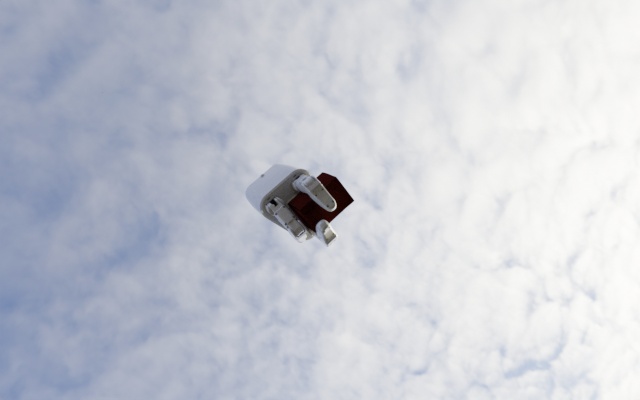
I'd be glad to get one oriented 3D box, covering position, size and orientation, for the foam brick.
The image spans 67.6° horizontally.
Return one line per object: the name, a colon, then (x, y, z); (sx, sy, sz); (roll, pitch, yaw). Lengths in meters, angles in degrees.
foam brick: (0.000, 0.002, 0.732); (0.078, 0.053, 0.051); (-42, 25, -10)
